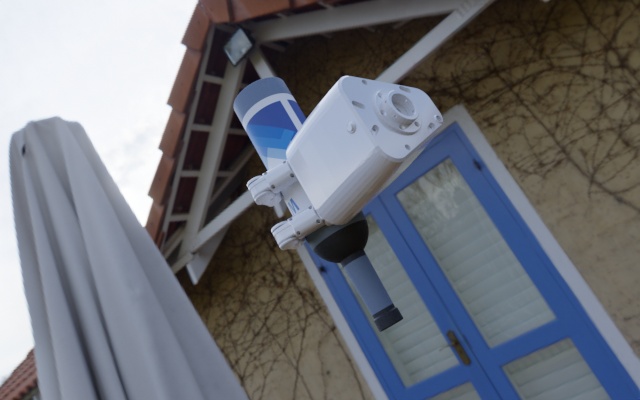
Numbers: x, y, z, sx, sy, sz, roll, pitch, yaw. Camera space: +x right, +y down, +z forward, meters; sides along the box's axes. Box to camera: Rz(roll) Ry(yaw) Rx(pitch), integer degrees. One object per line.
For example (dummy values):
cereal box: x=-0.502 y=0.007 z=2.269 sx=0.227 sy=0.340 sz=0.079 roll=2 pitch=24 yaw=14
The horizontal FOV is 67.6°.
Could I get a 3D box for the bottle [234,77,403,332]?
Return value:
bottle: x=0.000 y=0.002 z=0.514 sx=0.069 sy=0.295 sz=0.069 roll=-28 pitch=-16 yaw=-9
